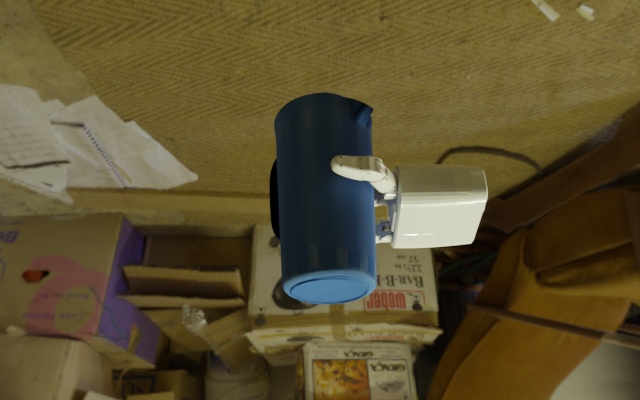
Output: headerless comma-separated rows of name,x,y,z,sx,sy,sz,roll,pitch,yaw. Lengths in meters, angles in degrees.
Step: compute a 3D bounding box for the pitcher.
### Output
pitcher,0.000,0.002,0.601,0.145,0.242,0.149,-1,-29,0
